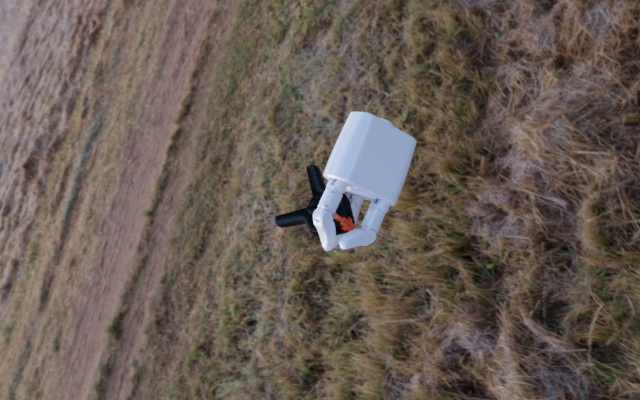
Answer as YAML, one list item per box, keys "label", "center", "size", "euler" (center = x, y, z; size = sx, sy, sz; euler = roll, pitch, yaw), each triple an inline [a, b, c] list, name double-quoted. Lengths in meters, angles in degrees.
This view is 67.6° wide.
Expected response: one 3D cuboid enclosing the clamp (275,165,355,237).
- label: "clamp"
  center: [0.000, 0.002, 0.760]
  size: [0.039, 0.120, 0.171]
  euler: [27, -8, -41]
